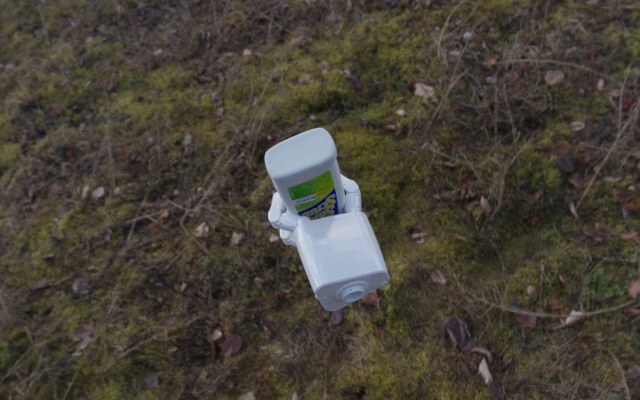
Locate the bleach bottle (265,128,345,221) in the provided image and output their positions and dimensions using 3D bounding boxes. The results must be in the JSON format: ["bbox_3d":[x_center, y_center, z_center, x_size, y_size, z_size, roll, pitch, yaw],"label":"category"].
[{"bbox_3d":[0.000,0.002,0.746,0.102,0.068,0.251,-22,-37,2],"label":"bleach bottle"}]
